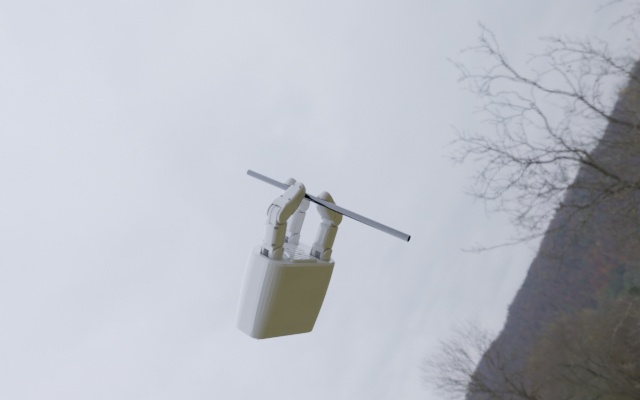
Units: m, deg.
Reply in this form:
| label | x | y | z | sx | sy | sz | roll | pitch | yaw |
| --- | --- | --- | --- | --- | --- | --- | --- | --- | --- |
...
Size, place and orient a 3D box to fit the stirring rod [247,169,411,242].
| label | x | y | z | sx | sy | sz | roll | pitch | yaw |
| --- | --- | --- | --- | --- | --- | --- | --- | --- | --- |
| stirring rod | 0.000 | 0.002 | 0.578 | 0.239 | 0.011 | 0.011 | 22 | 12 | 30 |
